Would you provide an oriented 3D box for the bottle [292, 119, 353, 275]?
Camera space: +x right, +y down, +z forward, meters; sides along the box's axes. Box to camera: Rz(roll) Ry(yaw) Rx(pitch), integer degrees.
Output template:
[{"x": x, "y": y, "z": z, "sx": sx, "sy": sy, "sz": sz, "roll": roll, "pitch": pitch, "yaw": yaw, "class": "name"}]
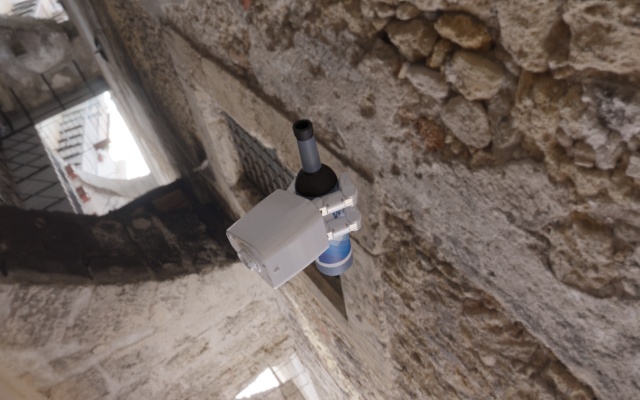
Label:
[{"x": 0.000, "y": 0.003, "z": 0.736, "sx": 0.069, "sy": 0.069, "sz": 0.296, "roll": 0, "pitch": -44, "yaw": 13, "class": "bottle"}]
